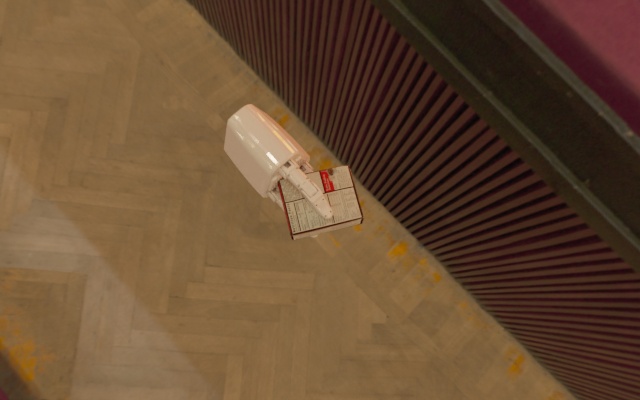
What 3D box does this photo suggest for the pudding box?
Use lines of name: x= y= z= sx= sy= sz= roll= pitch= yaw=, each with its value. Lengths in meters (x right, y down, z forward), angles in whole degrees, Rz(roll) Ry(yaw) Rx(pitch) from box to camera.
pudding box: x=0.000 y=0.002 z=0.717 sx=0.113 sy=0.090 sz=0.039 roll=-13 pitch=-14 yaw=-3
